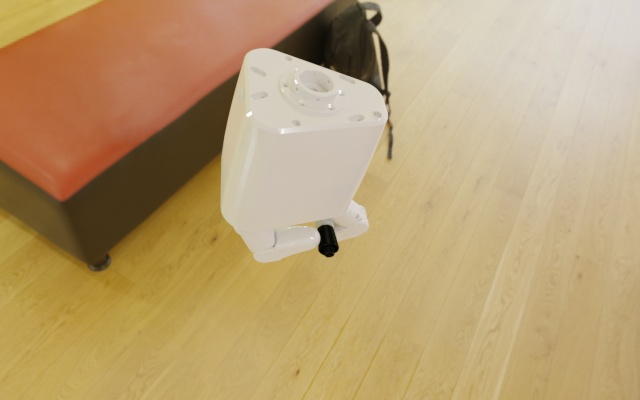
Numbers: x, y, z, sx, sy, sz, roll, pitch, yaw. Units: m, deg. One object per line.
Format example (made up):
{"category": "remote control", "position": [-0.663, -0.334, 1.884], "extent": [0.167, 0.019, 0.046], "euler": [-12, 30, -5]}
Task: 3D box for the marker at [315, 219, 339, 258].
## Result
{"category": "marker", "position": [0.000, 0.002, 0.458], "extent": [0.020, 0.121, 0.020], "euler": [-6, -38, -5]}
